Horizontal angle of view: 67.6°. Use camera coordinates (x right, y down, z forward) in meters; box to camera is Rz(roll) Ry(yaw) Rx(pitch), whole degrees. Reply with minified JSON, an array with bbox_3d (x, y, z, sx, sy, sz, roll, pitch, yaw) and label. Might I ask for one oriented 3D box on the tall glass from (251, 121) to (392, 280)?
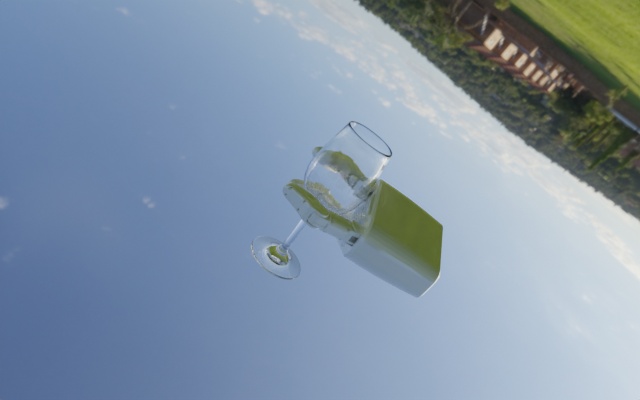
[{"bbox_3d":[0.000,0.002,0.574,0.079,0.201,0.079,31,24,-16],"label":"tall glass"}]
